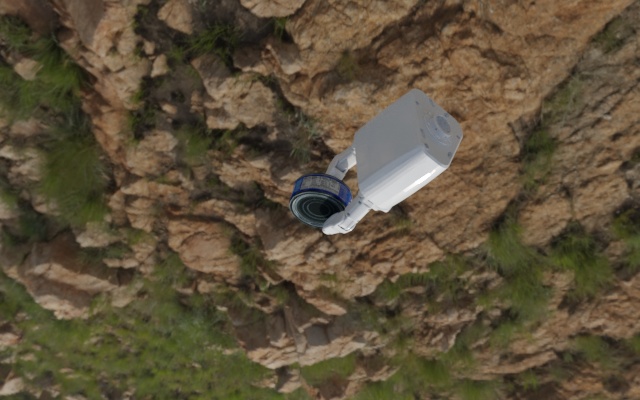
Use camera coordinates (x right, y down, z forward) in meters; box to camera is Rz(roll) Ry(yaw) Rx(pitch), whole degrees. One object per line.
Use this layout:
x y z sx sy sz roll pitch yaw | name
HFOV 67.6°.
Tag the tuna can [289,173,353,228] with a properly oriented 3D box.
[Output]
0.000 0.003 0.664 0.086 0.033 0.086 9 -37 7 | tuna can
